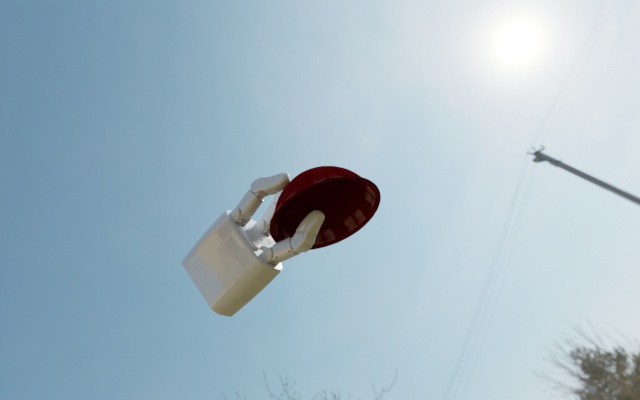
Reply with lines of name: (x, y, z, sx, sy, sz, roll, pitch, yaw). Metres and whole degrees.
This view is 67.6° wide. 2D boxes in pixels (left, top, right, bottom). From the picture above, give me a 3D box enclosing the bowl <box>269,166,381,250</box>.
bowl: (0.001, 0.001, 0.671, 0.162, 0.055, 0.162, -15, -35, -11)
